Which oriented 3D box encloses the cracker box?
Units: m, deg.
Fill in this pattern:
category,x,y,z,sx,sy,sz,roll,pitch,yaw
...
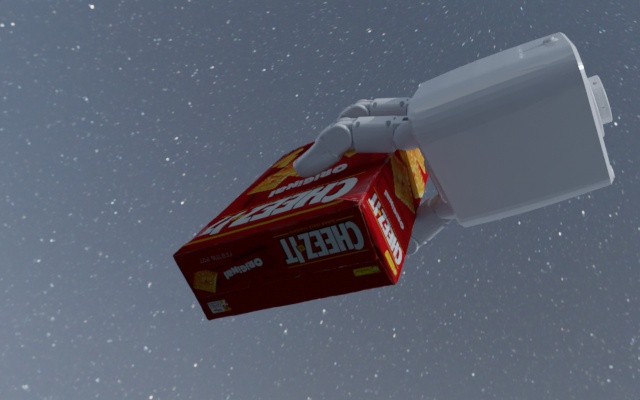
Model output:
category,x,y,z,sx,sy,sz,roll,pitch,yaw
cracker box,0.000,0.001,0.421,0.164,0.072,0.213,-17,18,27
